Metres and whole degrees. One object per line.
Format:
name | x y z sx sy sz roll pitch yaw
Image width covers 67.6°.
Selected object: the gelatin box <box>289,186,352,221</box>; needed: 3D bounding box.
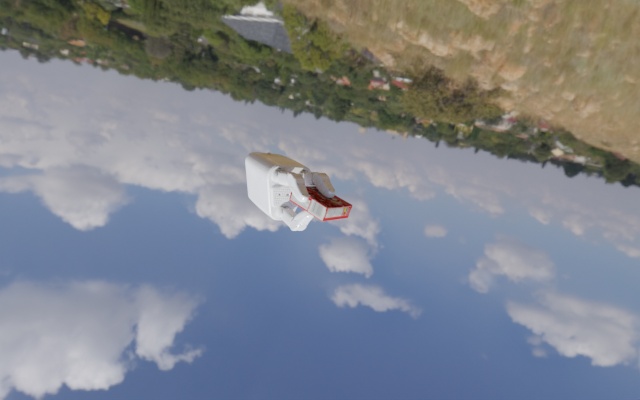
gelatin box | 0.000 0.003 0.855 0.089 0.030 0.073 32 22 35
